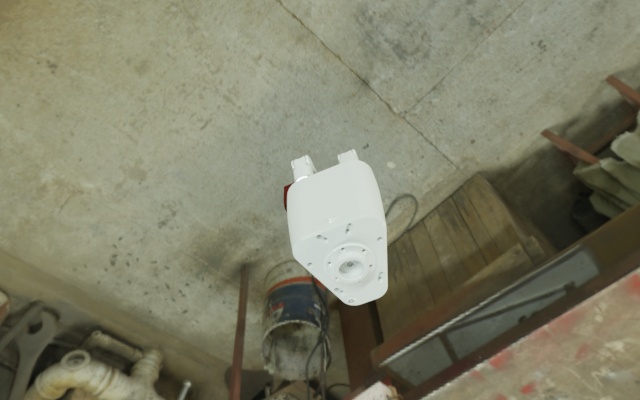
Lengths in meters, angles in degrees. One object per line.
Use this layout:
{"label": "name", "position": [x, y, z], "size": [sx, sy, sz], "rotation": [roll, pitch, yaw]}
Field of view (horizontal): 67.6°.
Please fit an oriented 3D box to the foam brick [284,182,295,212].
{"label": "foam brick", "position": [0.000, 0.002, 0.574], "size": [0.078, 0.053, 0.051], "rotation": [-21, 30, 8]}
